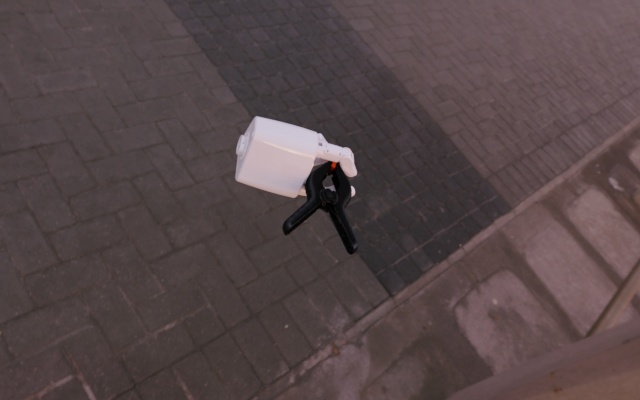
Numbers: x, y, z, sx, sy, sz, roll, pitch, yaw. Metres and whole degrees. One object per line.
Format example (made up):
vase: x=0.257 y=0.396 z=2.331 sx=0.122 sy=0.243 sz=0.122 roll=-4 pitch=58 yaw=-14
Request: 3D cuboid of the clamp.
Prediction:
clamp: x=0.000 y=0.002 z=0.765 sx=0.120 sy=0.171 sz=0.039 roll=14 pitch=-40 yaw=-20
